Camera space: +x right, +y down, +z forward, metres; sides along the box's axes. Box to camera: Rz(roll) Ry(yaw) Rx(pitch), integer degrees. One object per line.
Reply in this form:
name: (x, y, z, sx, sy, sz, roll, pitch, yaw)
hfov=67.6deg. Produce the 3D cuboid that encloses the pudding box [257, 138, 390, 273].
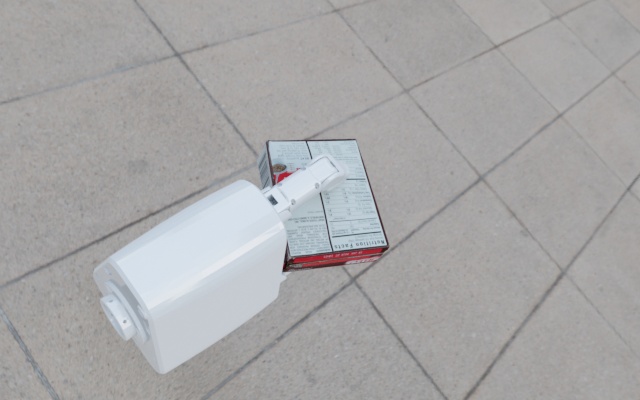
pudding box: (0.000, 0.001, 0.412, 0.090, 0.113, 0.039, -3, -25, -22)
